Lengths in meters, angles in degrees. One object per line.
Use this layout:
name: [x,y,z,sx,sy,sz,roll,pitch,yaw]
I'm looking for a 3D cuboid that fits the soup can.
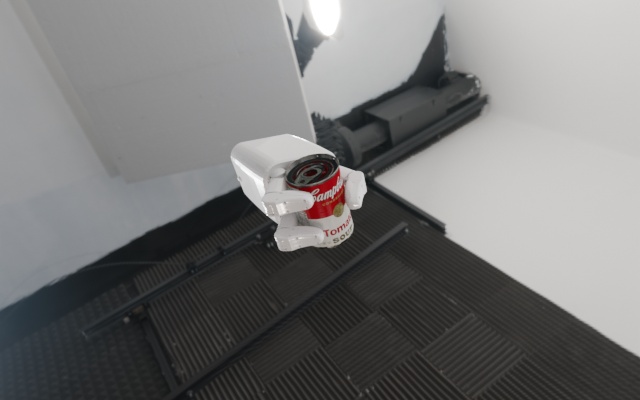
soup can: [0.001,0.002,0.599,0.068,0.102,0.068,-11,35,7]
